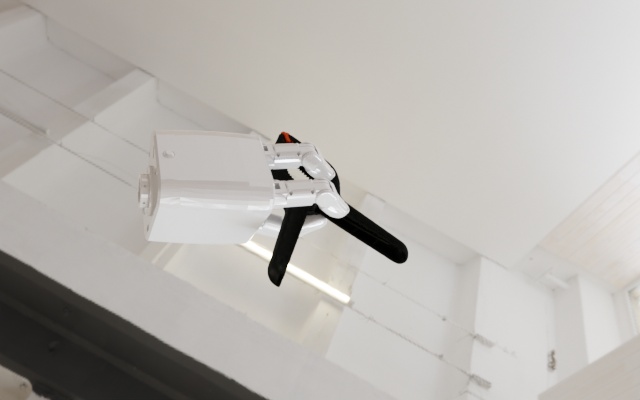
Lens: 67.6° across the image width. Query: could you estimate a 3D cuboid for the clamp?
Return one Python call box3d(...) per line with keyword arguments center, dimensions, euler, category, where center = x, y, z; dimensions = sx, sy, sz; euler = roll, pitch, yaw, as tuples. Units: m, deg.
box3d(center=(-0.001, 0.002, 0.546), dimensions=(0.164, 0.209, 0.036), euler=(1, -42, -25), category="clamp")
